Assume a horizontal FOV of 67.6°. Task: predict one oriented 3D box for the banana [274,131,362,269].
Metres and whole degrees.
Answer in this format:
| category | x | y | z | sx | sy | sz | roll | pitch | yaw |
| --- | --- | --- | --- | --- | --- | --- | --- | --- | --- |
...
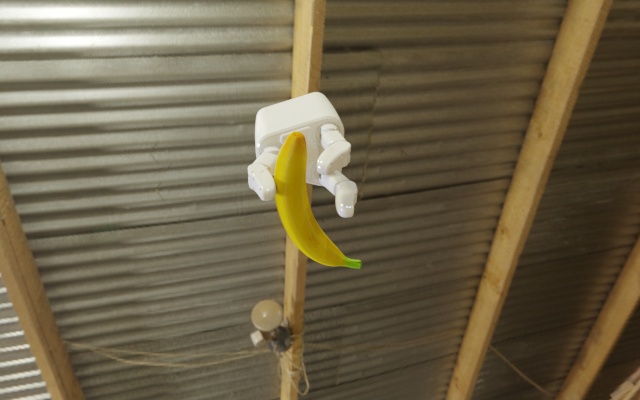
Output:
| category | x | y | z | sx | sy | sz | roll | pitch | yaw |
| --- | --- | --- | --- | --- | --- | --- | --- | --- | --- |
| banana | -0.016 | 0.011 | 0.562 | 0.069 | 0.198 | 0.037 | -21 | 31 | 8 |
